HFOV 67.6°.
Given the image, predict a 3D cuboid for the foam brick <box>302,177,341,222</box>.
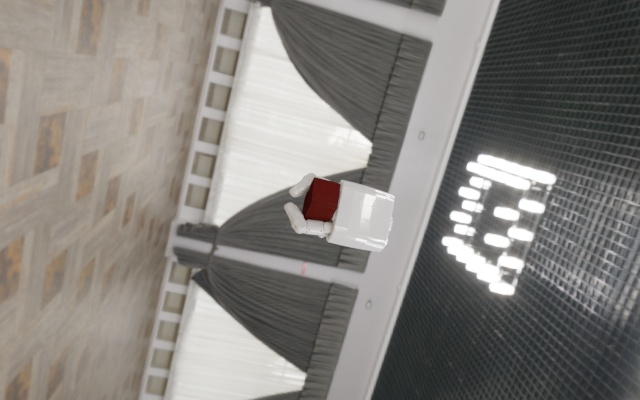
[{"bbox_3d":[0.000,0.003,0.866,0.051,0.053,0.078,14,-30,-8],"label":"foam brick"}]
